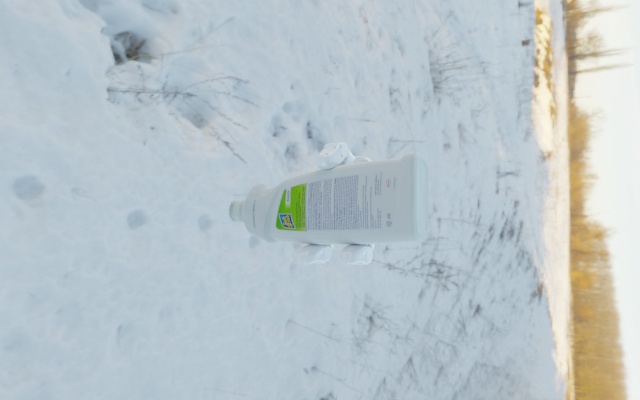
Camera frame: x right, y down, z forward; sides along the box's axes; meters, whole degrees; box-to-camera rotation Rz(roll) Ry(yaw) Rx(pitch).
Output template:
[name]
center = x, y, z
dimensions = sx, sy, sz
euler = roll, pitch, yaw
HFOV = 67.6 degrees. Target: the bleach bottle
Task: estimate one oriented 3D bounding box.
[bleach bottle]
center = 0.000, 0.002, 0.579
dimensions = 0.251, 0.102, 0.068
euler = -2, -10, 26
